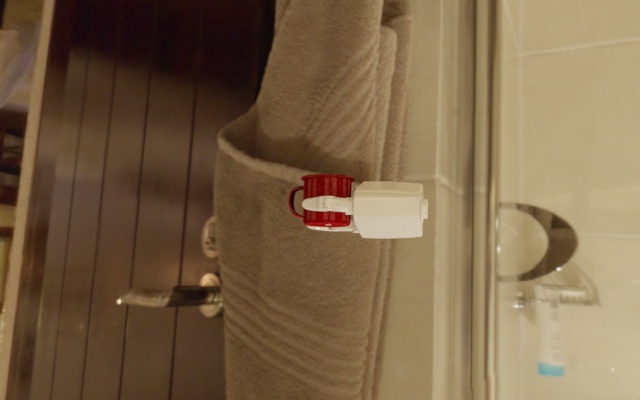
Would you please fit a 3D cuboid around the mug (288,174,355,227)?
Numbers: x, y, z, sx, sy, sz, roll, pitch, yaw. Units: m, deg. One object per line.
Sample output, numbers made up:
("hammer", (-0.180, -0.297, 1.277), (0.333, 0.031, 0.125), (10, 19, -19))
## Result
("mug", (-0.001, 0.003, 0.817), (0.117, 0.081, 0.093), (-1, -7, 16))
